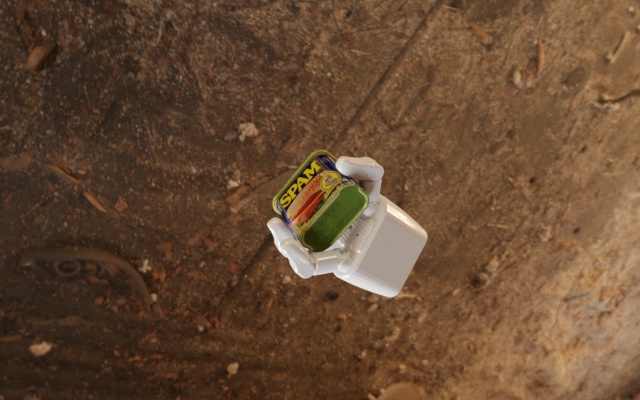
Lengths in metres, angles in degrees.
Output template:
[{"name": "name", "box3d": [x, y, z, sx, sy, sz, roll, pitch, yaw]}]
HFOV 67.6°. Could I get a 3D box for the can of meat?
[{"name": "can of meat", "box3d": [0.000, 0.002, 0.584, 0.057, 0.102, 0.084, 34, 11, -40]}]
